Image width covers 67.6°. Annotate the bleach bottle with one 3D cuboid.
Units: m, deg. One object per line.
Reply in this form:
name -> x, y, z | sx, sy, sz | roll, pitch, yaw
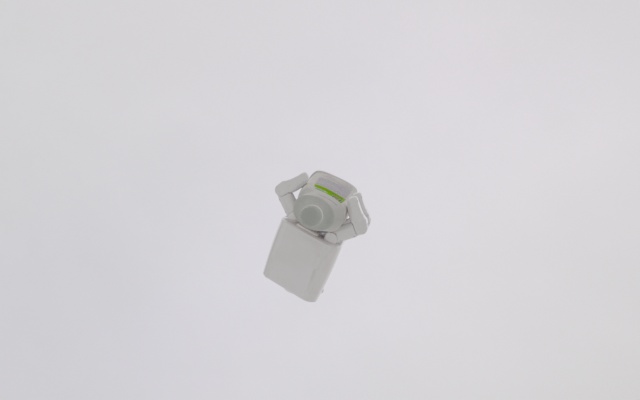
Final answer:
bleach bottle -> 0.000, 0.003, 0.787 | 0.102, 0.068, 0.251 | 23, 11, 6
